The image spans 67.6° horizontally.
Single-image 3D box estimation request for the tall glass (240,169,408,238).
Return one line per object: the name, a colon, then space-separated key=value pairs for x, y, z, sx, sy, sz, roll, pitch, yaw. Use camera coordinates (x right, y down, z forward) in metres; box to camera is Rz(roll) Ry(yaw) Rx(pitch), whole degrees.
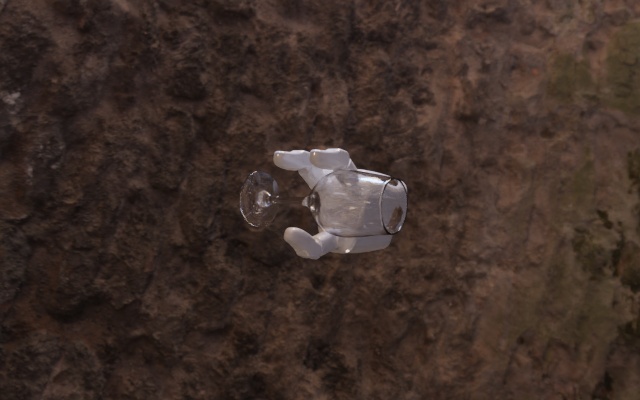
tall glass: x=-0.001 y=0.002 z=0.570 sx=0.201 sy=0.079 sz=0.079 roll=3 pitch=2 yaw=37
